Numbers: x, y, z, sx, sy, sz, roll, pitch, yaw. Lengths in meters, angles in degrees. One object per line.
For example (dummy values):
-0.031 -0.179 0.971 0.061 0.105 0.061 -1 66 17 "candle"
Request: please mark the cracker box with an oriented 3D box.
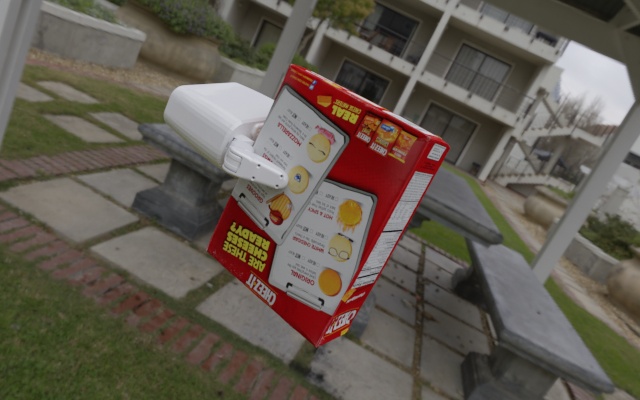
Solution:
0.000 0.001 0.466 0.164 0.214 0.072 34 17 28 "cracker box"
